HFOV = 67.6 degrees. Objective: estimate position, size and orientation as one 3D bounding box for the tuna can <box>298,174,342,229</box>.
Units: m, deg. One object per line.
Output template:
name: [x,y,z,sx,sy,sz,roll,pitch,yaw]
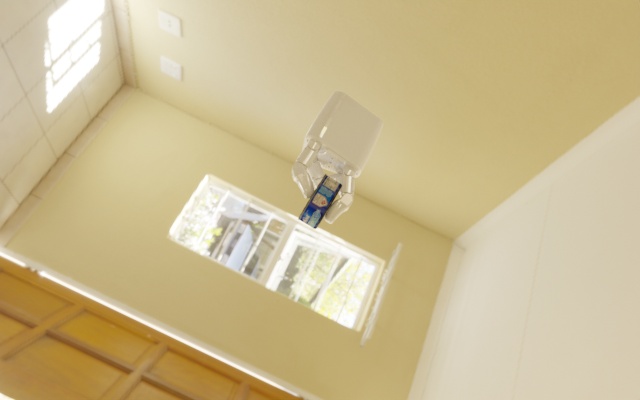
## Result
tuna can: [0.001,0.003,0.762,0.034,0.086,0.086,31,0,1]
